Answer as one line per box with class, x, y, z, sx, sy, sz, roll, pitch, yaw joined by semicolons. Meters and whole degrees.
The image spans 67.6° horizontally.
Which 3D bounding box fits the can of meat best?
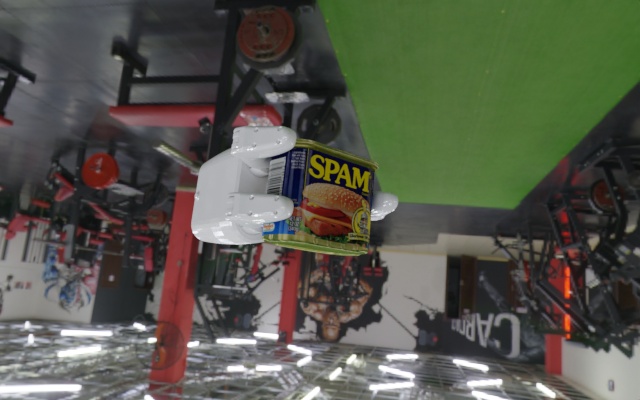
can of meat;0.000;0.002;0.418;0.102;0.084;0.057;14;-14;-38
